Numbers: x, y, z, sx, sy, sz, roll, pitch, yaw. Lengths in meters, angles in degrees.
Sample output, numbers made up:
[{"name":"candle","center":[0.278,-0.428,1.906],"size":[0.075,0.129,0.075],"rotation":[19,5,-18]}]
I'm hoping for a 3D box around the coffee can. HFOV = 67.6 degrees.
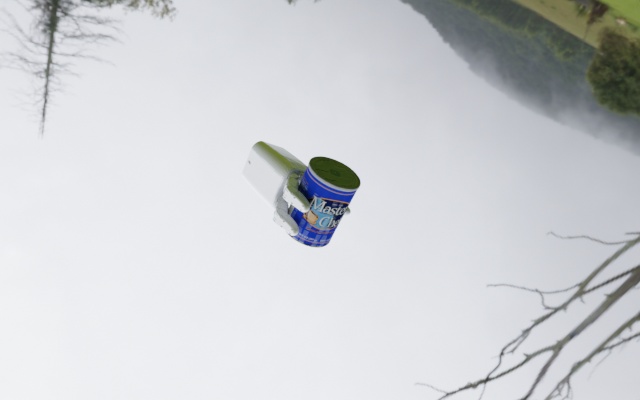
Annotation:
[{"name":"coffee can","center":[0.000,0.003,0.898],"size":[0.103,0.140,0.102],"rotation":[20,29,-12]}]
